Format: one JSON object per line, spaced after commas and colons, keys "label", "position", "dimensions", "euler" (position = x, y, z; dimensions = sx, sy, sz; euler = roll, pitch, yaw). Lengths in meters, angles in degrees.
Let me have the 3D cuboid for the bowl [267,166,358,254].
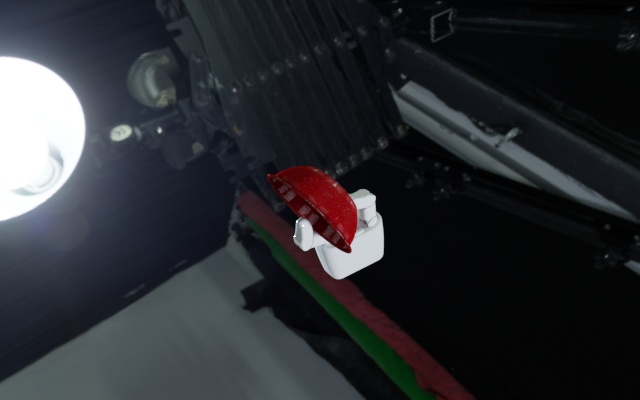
{"label": "bowl", "position": [0.000, 0.001, 0.680], "dimensions": [0.162, 0.055, 0.162], "euler": [41, -10, 9]}
